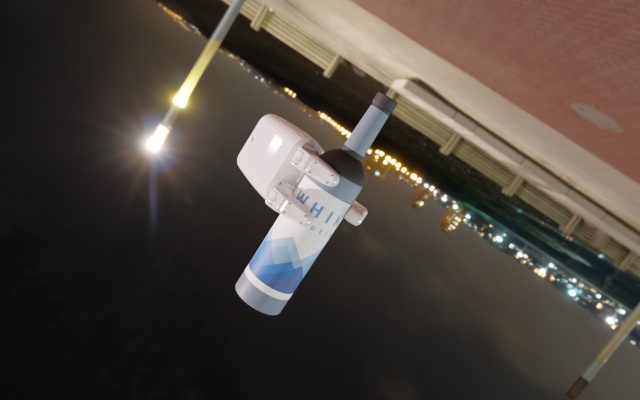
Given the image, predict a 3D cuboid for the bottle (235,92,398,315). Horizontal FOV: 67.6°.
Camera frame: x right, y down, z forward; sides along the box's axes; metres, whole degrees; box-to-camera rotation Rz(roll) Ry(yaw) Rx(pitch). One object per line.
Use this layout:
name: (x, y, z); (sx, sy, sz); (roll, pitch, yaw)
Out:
bottle: (0.000, 0.002, 0.581); (0.069, 0.296, 0.069); (32, 9, -6)
